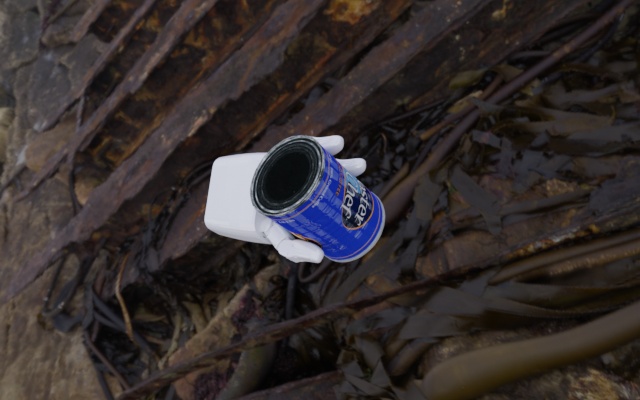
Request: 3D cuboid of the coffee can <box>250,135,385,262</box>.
[{"bbox_3d":[0.000,0.002,0.573,0.103,0.102,0.140,0,-26,38],"label":"coffee can"}]
